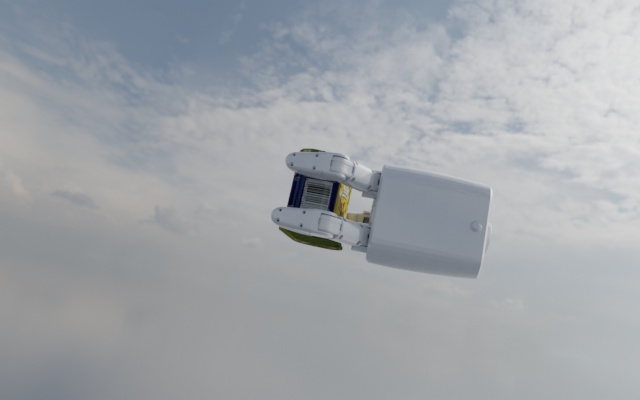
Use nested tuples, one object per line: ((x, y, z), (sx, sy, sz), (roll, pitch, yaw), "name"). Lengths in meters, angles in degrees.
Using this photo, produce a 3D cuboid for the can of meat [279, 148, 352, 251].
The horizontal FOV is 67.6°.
((0.000, 0.001, 0.503), (0.057, 0.084, 0.102), (10, -12, 11), "can of meat")
